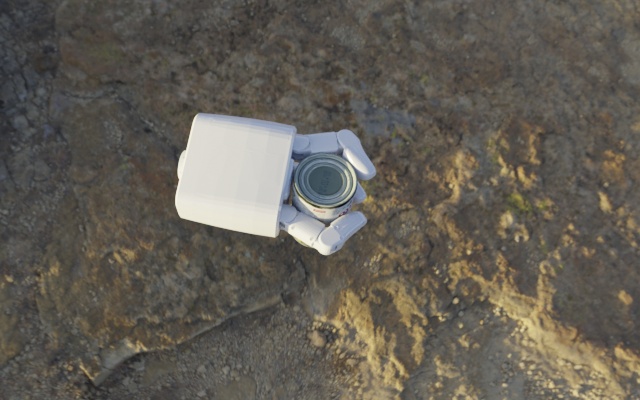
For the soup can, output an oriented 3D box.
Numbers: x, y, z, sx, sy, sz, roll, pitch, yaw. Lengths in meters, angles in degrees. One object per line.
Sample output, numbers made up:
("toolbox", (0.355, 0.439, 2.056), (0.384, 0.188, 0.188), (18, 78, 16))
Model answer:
("soup can", (0.001, 0.002, 0.525), (0.068, 0.068, 0.102), (0, -28, -7))
